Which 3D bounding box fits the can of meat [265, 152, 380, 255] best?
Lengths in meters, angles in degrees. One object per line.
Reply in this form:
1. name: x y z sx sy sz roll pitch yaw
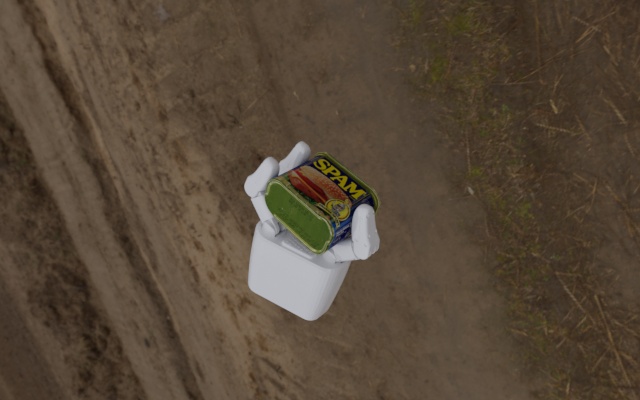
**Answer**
1. can of meat: 0.000 0.002 0.531 0.102 0.057 0.084 40 45 20
